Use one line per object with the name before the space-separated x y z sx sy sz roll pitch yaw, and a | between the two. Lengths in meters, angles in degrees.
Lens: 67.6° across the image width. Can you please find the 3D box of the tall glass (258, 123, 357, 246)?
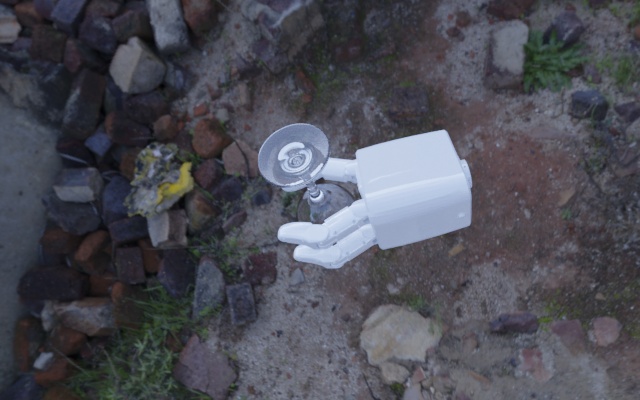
tall glass | 0.000 0.001 0.546 0.079 0.079 0.201 0 -28 17
